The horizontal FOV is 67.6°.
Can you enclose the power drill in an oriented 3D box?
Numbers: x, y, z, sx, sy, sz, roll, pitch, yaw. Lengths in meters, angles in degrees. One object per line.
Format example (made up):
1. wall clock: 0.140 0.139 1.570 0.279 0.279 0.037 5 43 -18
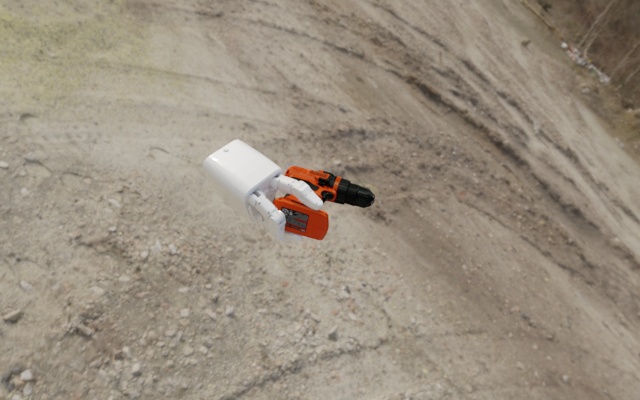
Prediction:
1. power drill: 0.000 0.003 0.884 0.184 0.057 0.187 15 26 9
